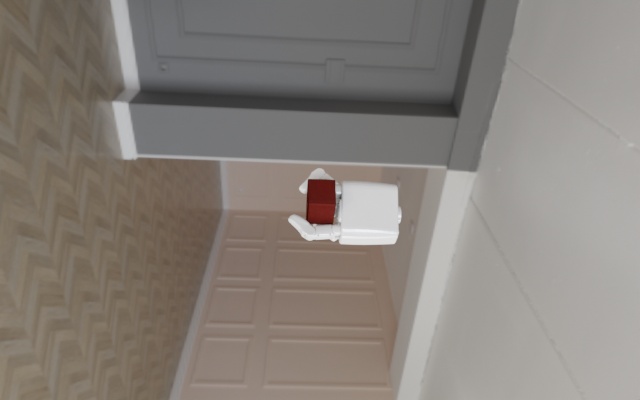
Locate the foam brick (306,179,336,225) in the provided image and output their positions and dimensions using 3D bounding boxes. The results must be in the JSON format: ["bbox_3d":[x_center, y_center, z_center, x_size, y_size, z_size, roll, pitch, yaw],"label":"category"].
[{"bbox_3d":[0.000,0.003,0.870,0.051,0.053,0.078,2,-31,-2],"label":"foam brick"}]
